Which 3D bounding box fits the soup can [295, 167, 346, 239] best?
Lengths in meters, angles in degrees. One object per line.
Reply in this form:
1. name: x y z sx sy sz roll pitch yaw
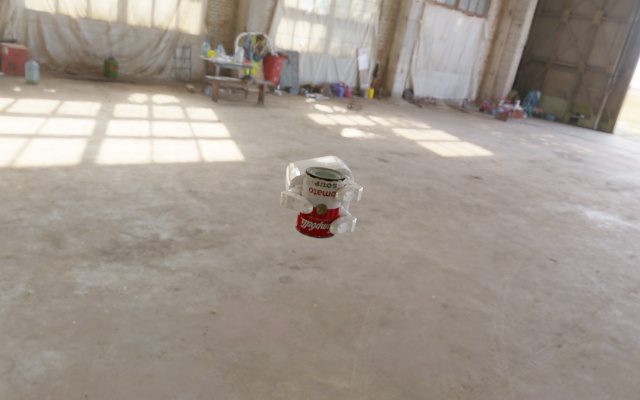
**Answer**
1. soup can: 0.000 0.002 0.783 0.068 0.102 0.068 9 19 -3
